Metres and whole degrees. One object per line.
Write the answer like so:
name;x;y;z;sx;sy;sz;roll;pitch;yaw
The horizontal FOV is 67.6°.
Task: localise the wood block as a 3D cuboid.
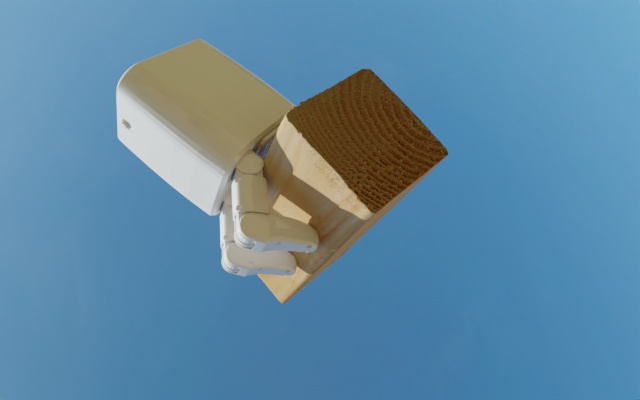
wood block;0.000;0.001;0.406;0.090;0.090;0.206;-37;-9;-33
